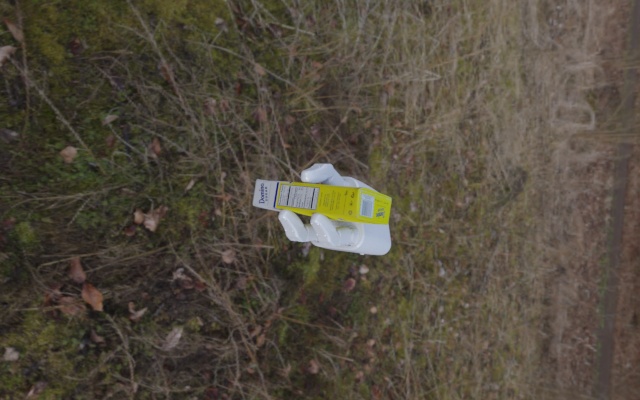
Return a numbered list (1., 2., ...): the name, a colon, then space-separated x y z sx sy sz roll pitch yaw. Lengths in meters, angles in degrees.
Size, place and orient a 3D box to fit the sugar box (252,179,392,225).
1. sugar box: 0.000 0.003 0.676 0.176 0.048 0.093 3 -7 34
